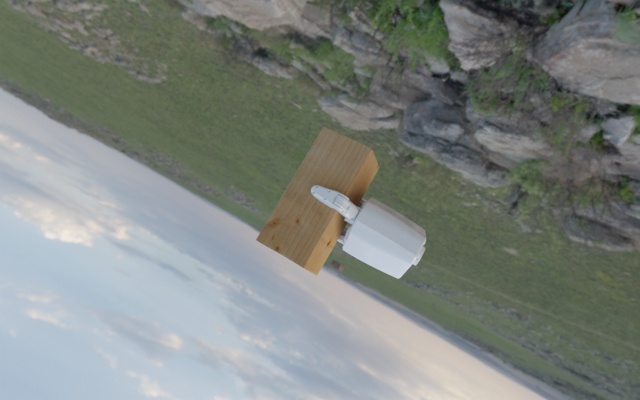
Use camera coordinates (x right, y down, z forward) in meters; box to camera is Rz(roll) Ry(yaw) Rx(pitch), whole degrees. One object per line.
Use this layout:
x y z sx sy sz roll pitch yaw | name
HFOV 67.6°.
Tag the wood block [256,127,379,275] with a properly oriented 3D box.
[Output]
0.000 0.003 0.757 0.090 0.206 0.091 28 -8 20 | wood block
